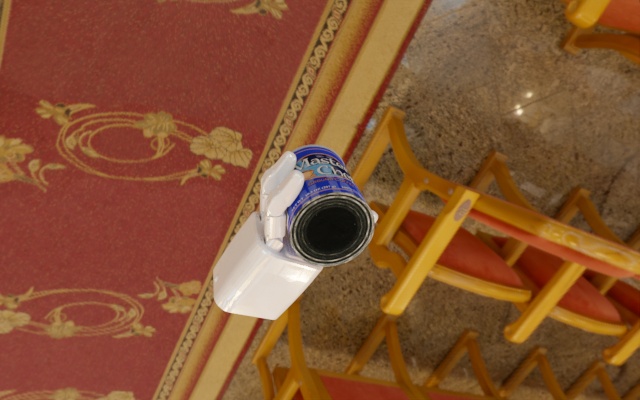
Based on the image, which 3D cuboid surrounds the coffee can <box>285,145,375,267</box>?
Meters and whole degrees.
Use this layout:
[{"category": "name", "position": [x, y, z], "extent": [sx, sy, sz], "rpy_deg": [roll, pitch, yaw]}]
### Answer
[{"category": "coffee can", "position": [0.000, 0.002, 0.613], "extent": [0.103, 0.103, 0.140], "rpy_deg": [0, 29, -13]}]
